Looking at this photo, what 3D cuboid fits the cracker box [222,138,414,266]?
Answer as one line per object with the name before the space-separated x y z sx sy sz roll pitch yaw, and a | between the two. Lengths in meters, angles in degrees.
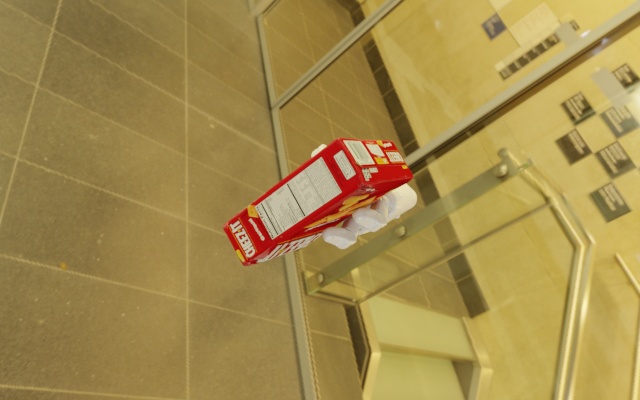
cracker box | 0.000 0.002 0.649 0.214 0.072 0.164 -35 -13 28
